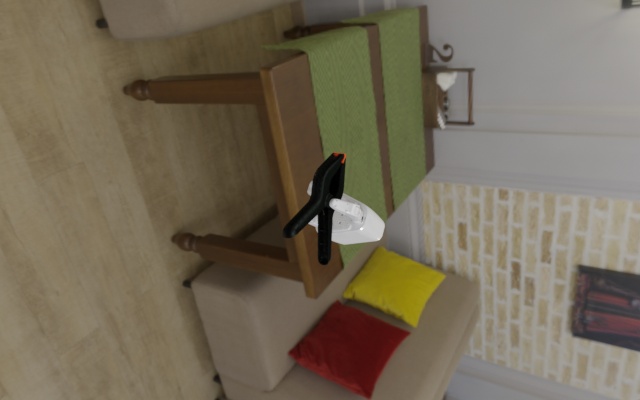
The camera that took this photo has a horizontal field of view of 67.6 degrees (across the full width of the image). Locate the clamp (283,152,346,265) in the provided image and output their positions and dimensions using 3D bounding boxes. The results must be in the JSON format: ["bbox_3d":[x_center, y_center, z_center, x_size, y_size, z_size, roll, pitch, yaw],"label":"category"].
[{"bbox_3d":[0.001,0.003,0.873,0.036,0.210,0.165,10,-13,29],"label":"clamp"}]
